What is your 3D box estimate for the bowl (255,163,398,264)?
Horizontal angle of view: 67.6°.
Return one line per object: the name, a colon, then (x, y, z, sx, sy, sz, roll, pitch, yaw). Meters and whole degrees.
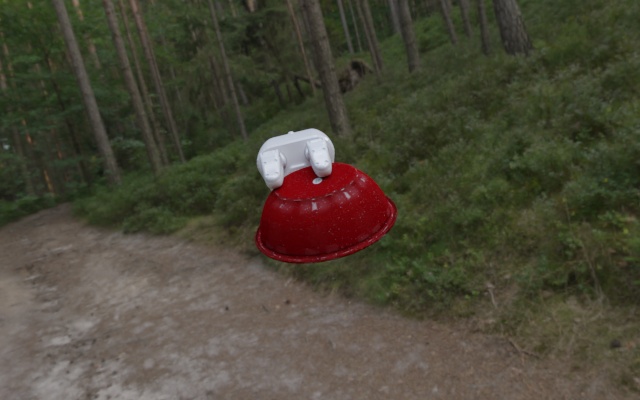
bowl: (0.000, 0.002, 0.522, 0.162, 0.055, 0.162, -11, 26, 5)
